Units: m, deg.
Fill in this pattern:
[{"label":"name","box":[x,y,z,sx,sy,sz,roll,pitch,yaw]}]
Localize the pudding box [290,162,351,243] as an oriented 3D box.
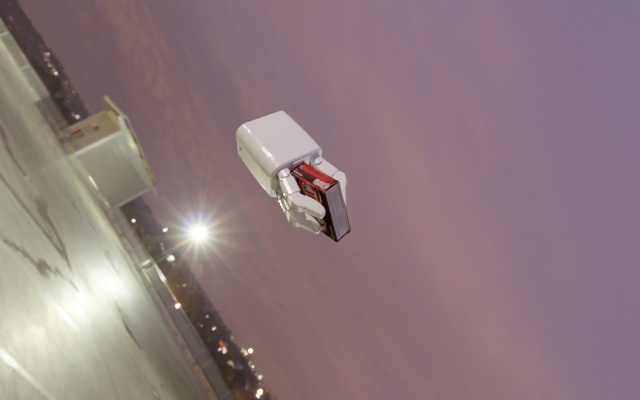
[{"label":"pudding box","box":[0.000,0.002,0.783,0.039,0.114,0.090,-37,43,-21]}]
